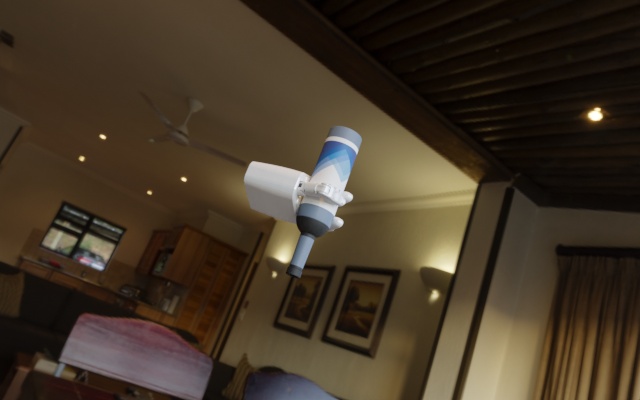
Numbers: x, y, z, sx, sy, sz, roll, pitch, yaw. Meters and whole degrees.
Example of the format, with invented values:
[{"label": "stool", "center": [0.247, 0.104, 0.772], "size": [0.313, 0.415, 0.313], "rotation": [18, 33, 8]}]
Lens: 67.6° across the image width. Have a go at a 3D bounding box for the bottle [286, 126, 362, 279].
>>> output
[{"label": "bottle", "center": [0.000, 0.003, 0.892], "size": [0.069, 0.295, 0.069], "rotation": [19, -18, 6]}]
